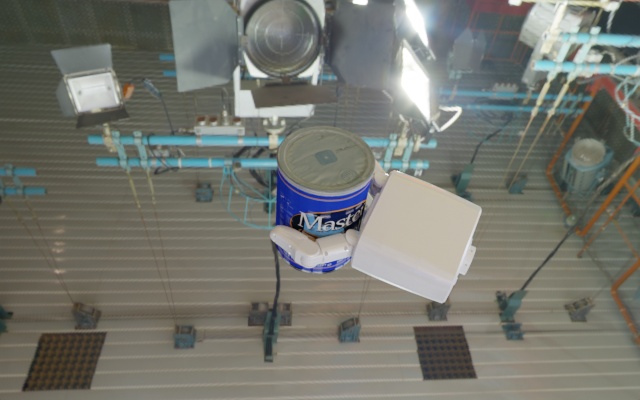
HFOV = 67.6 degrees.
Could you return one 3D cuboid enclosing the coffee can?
[{"bbox_3d":[0.000,0.002,0.542,0.103,0.102,0.140,0,-43,-7],"label":"coffee can"}]
